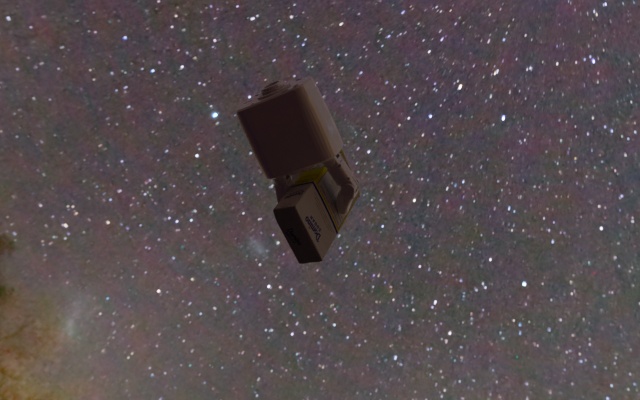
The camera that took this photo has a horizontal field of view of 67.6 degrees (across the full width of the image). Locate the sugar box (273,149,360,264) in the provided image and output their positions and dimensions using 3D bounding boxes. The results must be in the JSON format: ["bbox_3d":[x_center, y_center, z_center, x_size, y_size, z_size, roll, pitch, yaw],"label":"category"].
[{"bbox_3d":[0.000,0.002,0.701,0.048,0.093,0.176,-10,27,33],"label":"sugar box"}]
